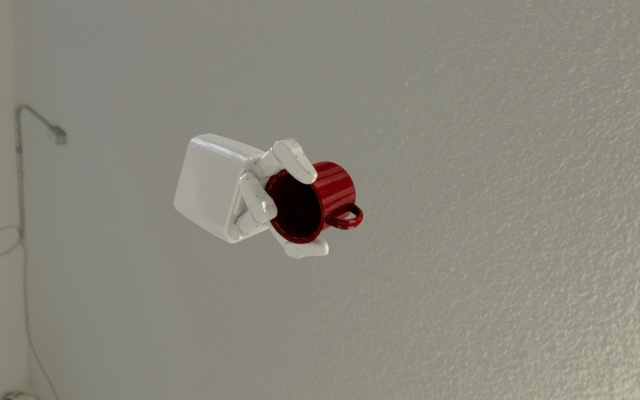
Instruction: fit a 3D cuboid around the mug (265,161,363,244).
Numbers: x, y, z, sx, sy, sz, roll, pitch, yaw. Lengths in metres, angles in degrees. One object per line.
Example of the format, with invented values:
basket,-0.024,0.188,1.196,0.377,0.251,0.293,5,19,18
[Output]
mug,0.001,0.002,0.588,0.117,0.093,0.081,24,29,30
